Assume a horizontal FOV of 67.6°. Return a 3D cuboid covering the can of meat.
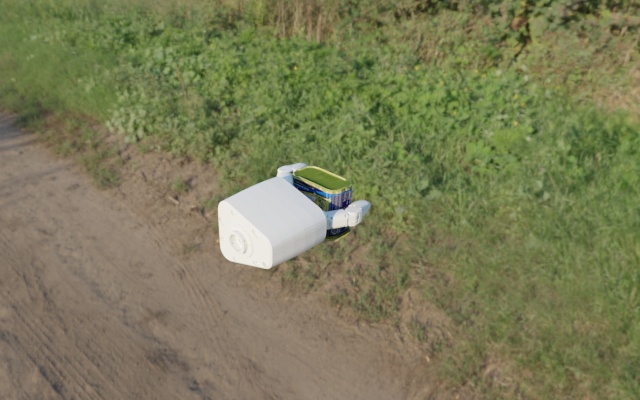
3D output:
[{"bbox_3d":[0.000,0.002,0.735,0.102,0.084,0.057,25,35,37],"label":"can of meat"}]
